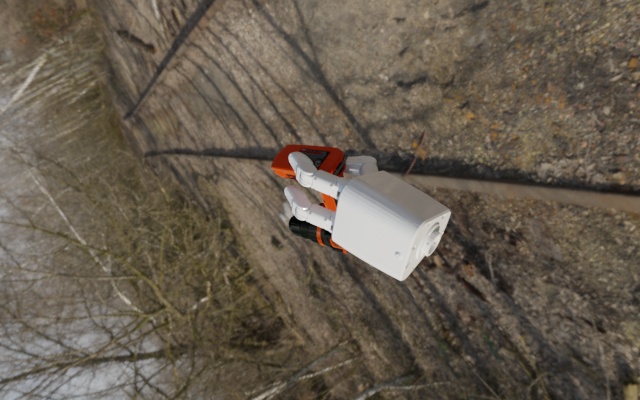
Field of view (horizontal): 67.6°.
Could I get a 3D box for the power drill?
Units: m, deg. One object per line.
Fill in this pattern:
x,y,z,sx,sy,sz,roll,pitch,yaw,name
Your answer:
0.000,0.002,0.714,0.184,0.057,0.188,7,-38,35,power drill
